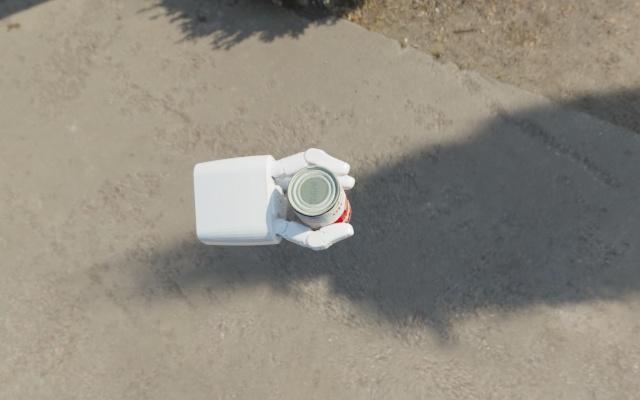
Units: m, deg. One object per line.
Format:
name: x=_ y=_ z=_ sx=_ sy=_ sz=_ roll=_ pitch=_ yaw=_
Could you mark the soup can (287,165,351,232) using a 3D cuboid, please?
soup can: x=0.001 y=0.002 z=0.622 sx=0.068 sy=0.068 sz=0.102 roll=0 pitch=-17 yaw=11
